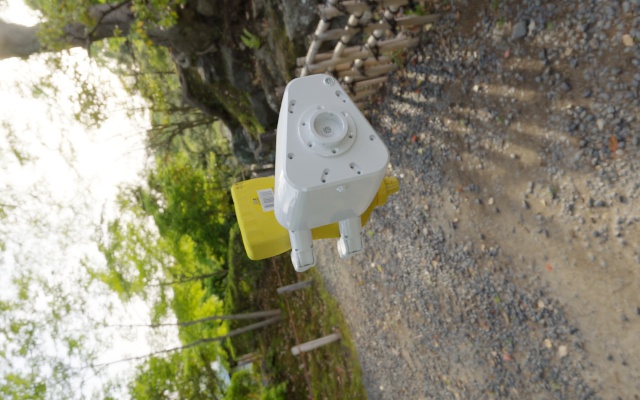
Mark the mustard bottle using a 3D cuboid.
[{"bbox_3d":[0.000,0.002,0.551,0.191,0.096,0.058,-14,-42,-11],"label":"mustard bottle"}]
